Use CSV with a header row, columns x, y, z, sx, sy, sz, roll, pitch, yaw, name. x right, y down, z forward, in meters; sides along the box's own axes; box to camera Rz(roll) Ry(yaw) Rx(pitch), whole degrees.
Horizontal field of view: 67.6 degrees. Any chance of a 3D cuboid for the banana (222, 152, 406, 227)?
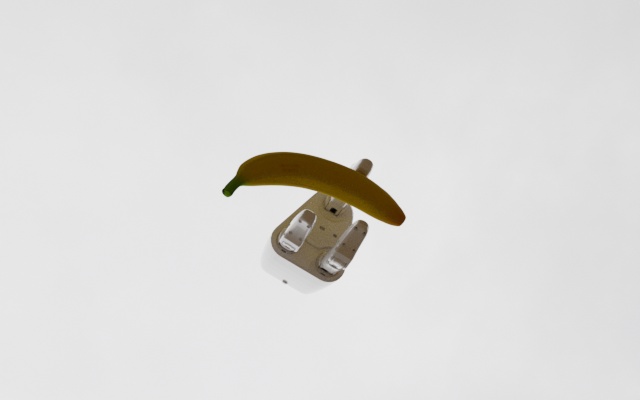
x,y,z,sx,sy,sz,roll,pitch,yaw,name
-0.003,-0.016,0.505,0.198,0.069,0.037,9,-27,-16,banana
